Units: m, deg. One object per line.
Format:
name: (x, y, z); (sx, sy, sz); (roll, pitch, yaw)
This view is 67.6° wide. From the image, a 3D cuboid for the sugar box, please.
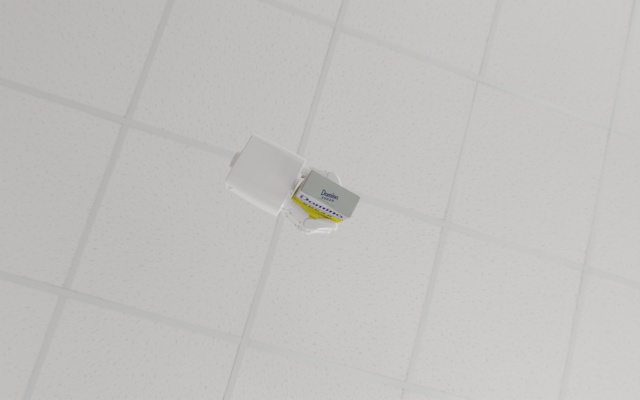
sugar box: (0.000, 0.003, 0.834); (0.093, 0.048, 0.176); (29, -10, -5)
